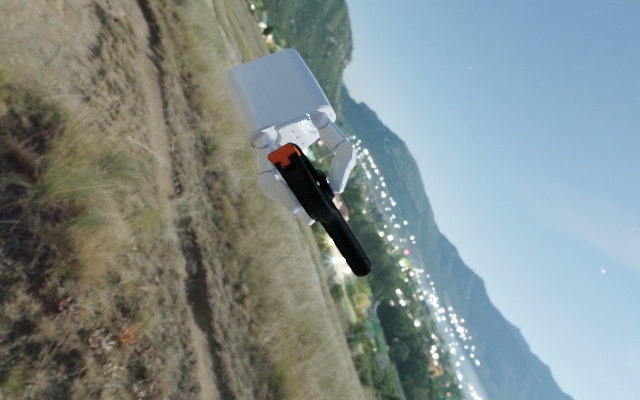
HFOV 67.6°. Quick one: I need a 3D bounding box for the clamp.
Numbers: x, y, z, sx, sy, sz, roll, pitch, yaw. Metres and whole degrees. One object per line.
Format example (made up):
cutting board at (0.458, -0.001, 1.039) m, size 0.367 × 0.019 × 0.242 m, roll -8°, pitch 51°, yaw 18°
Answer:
clamp at (0.001, 0.001, 0.544) m, size 0.036 × 0.164 × 0.210 m, roll -30°, pitch -23°, yaw 6°
